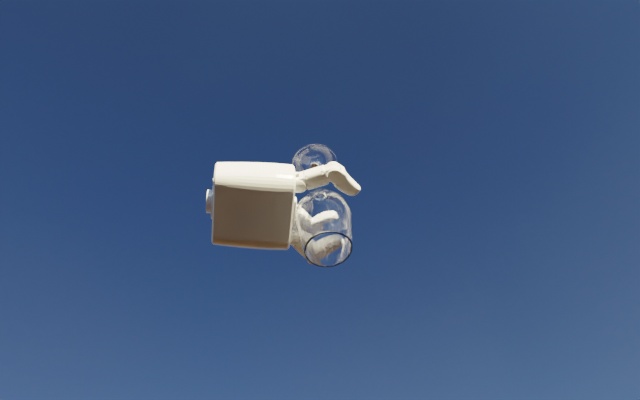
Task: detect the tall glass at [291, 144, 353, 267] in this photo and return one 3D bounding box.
[{"bbox_3d":[0.000,0.002,0.679,0.079,0.079,0.201,0,37,-8],"label":"tall glass"}]
